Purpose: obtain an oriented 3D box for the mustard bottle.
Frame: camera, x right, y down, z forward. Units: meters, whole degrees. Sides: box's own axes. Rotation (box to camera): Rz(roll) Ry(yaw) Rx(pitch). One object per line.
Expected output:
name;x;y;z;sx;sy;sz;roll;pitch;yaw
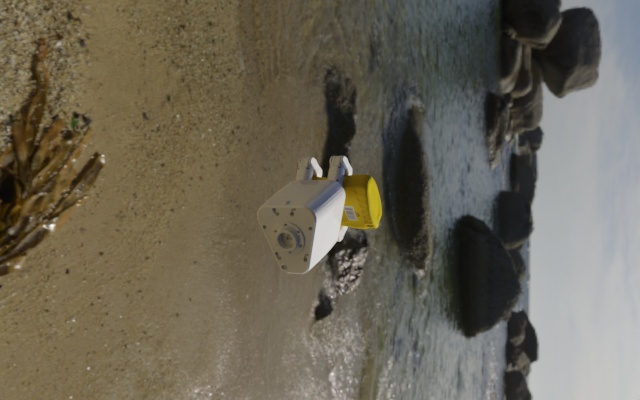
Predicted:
mustard bottle;0.000;0.002;0.796;0.191;0.058;0.096;0;-45;24
